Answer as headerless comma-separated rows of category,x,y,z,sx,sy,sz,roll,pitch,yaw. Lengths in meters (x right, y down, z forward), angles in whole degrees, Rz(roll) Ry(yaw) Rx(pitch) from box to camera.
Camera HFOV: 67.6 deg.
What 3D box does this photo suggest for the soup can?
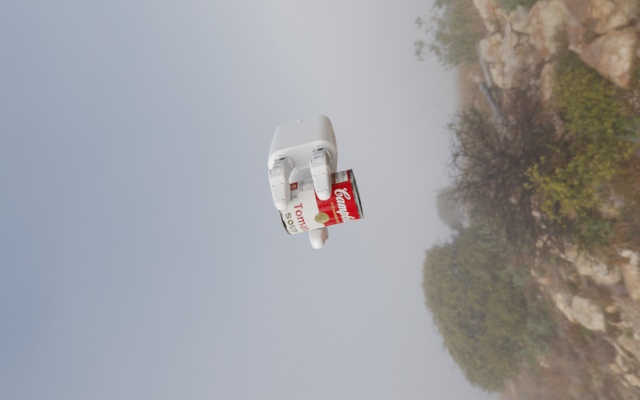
soup can,0.000,0.003,0.632,0.102,0.068,0.068,-13,-2,7
